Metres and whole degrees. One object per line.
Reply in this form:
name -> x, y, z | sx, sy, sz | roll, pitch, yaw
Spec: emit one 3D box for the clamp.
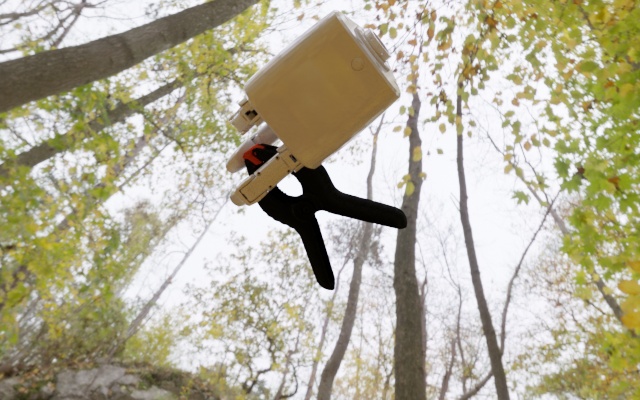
clamp -> 0.000, 0.001, 0.480 | 0.120, 0.171, 0.039 | -37, 12, 15
